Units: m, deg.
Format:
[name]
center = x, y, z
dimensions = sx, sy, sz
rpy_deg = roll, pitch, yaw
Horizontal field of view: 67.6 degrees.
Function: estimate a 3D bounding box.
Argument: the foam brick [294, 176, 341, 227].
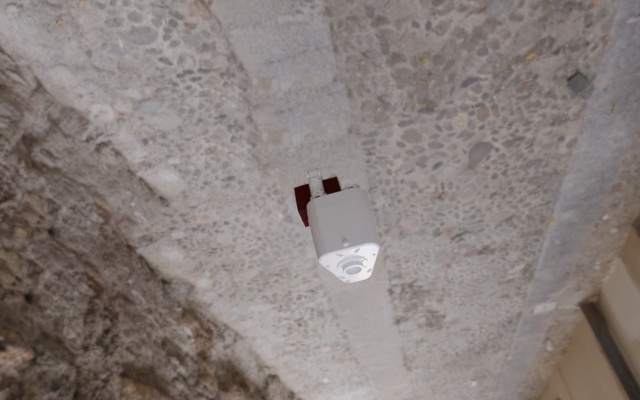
[foam brick]
center = 0.000, 0.003, 0.802
dimensions = 0.078, 0.051, 0.053
rpy_deg = -15, -38, 5
